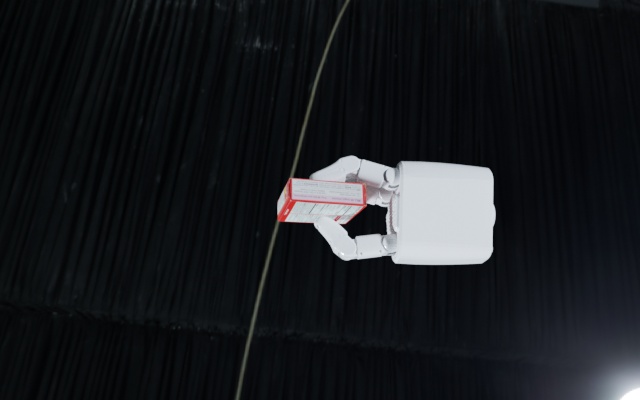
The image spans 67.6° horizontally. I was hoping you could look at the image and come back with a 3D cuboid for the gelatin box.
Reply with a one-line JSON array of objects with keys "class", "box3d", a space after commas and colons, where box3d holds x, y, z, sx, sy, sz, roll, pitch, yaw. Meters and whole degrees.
[{"class": "gelatin box", "box3d": [0.000, 0.002, 0.549, 0.089, 0.030, 0.073, 3, -20, -14]}]
